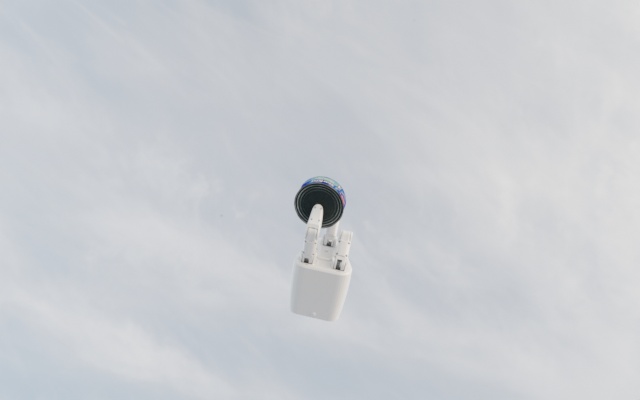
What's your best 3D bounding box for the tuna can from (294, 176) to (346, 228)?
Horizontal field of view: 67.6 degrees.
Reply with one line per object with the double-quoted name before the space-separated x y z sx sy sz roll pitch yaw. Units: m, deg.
"tuna can" 0.000 0.002 0.817 0.086 0.086 0.033 0 26 13
